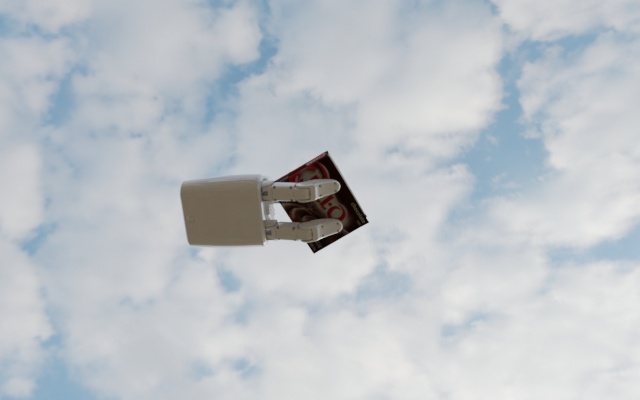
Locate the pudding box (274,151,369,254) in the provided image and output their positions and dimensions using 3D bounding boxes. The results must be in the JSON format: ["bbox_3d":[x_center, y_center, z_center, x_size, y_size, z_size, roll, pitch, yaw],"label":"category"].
[{"bbox_3d":[0.000,0.002,0.653,0.090,0.113,0.039,-30,16,10],"label":"pudding box"}]
